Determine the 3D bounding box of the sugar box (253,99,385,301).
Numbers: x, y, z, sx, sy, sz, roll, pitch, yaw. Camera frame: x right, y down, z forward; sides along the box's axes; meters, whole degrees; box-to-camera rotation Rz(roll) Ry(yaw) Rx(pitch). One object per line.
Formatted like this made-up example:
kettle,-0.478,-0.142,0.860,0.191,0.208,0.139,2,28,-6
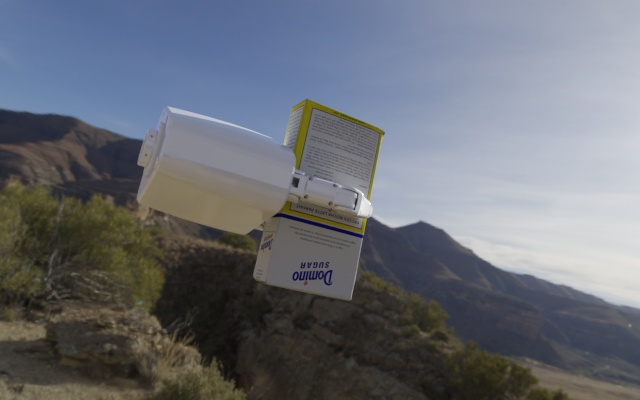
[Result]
sugar box,0.000,0.001,0.469,0.093,0.176,0.048,17,-8,-24
